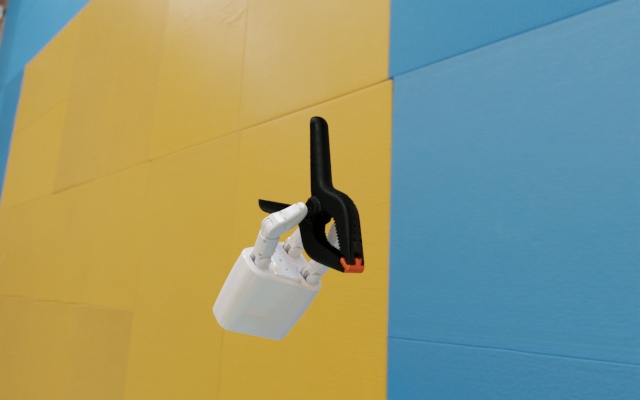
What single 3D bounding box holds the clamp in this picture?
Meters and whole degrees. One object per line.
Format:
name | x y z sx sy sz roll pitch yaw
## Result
clamp | 0.000 0.002 0.607 0.036 0.165 0.210 8 31 -41
